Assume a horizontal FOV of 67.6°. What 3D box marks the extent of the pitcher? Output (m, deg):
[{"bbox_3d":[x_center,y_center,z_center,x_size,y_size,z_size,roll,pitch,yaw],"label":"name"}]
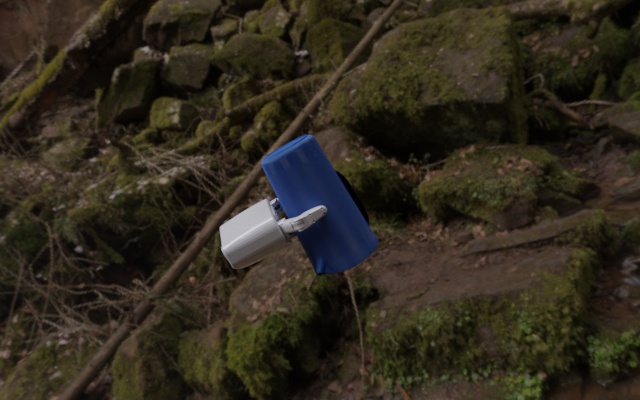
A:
[{"bbox_3d":[0.000,0.003,0.881,0.145,0.243,0.149,-29,12,-1],"label":"pitcher"}]
